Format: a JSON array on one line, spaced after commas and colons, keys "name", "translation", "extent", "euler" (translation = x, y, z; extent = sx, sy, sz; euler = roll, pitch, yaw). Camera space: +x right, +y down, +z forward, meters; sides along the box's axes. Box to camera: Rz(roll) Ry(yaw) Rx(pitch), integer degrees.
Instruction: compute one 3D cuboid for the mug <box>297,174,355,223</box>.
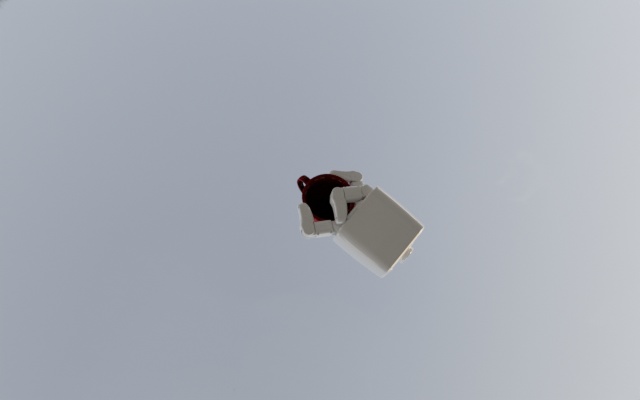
[{"name": "mug", "translation": [-0.001, 0.002, 0.860], "extent": [0.093, 0.117, 0.081], "euler": [-43, -11, -22]}]
